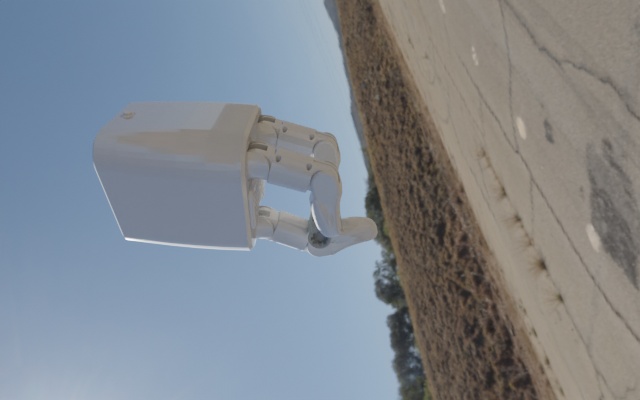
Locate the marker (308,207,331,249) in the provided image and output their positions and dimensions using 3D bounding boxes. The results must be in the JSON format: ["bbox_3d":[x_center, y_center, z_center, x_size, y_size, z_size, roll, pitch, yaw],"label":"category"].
[{"bbox_3d":[0.000,0.001,0.426,0.020,0.020,0.121,0,29,1],"label":"marker"}]
